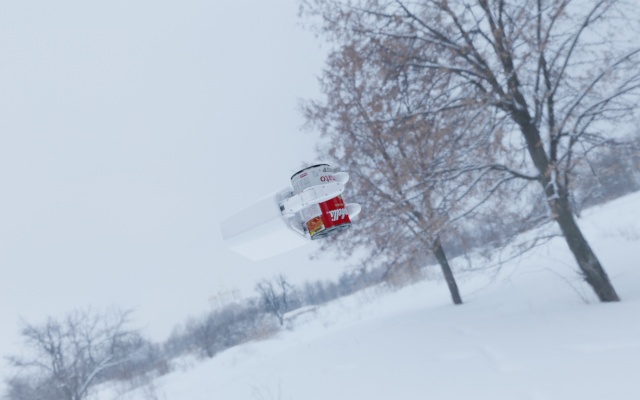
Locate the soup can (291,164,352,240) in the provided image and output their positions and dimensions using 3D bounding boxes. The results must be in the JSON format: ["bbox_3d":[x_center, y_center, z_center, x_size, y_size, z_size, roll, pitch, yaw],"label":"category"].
[{"bbox_3d":[0.000,0.002,0.740,0.068,0.102,0.068,-19,-12,-4],"label":"soup can"}]
